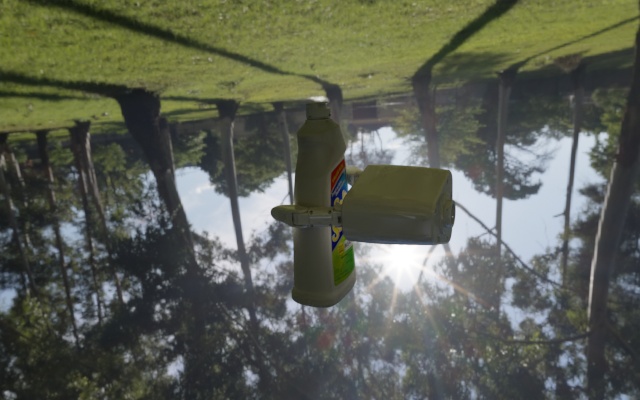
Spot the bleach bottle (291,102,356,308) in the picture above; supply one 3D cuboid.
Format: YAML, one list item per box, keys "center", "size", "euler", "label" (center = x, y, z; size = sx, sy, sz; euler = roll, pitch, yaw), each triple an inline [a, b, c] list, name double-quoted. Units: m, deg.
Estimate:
- center: [0.000, 0.002, 0.615]
  size: [0.068, 0.251, 0.102]
  euler: [4, 16, 27]
  label: "bleach bottle"
